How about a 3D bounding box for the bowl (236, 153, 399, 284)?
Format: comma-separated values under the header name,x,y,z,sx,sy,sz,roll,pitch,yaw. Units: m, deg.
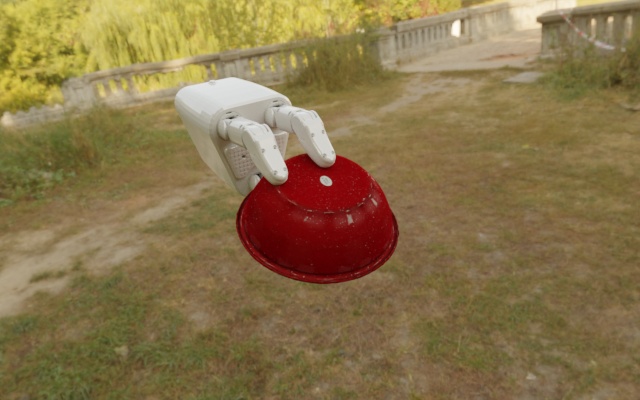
name,x,y,z,sx,sy,sz,roll,pitch,yaw
bowl,0.001,0.002,0.459,0.162,0.055,0.162,4,40,-4
